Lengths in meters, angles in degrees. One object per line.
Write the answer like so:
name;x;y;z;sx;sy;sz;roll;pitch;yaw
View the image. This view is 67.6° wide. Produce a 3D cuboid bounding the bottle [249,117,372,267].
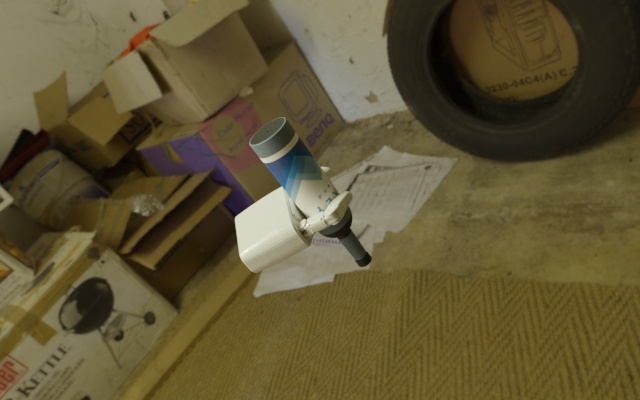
bottle;0.000;0.002;0.770;0.069;0.296;0.069;-28;29;17
